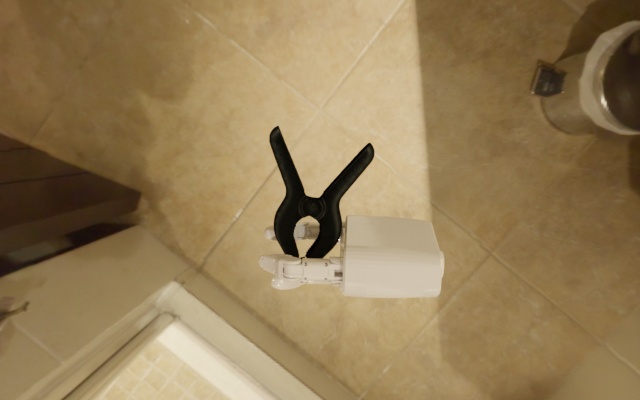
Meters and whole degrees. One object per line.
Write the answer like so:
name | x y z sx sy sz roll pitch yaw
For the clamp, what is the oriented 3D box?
clamp | 0.000 0.002 0.550 0.120 0.171 0.039 2 9 2
